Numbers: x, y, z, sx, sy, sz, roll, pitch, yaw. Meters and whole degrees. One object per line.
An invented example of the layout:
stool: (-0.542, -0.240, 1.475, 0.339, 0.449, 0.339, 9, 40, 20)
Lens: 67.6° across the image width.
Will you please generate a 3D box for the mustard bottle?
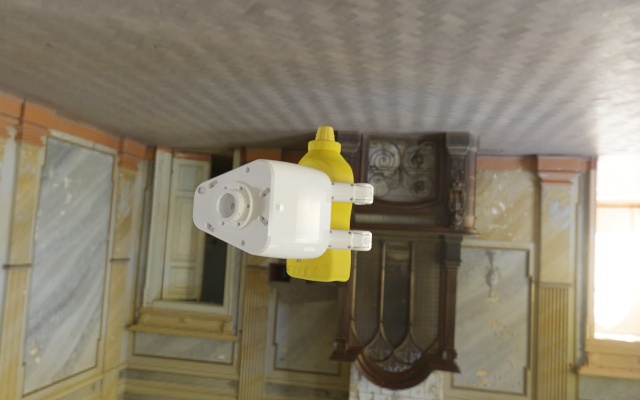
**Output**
mustard bottle: (0.000, 0.002, 0.601, 0.058, 0.191, 0.096, 6, -5, -35)
